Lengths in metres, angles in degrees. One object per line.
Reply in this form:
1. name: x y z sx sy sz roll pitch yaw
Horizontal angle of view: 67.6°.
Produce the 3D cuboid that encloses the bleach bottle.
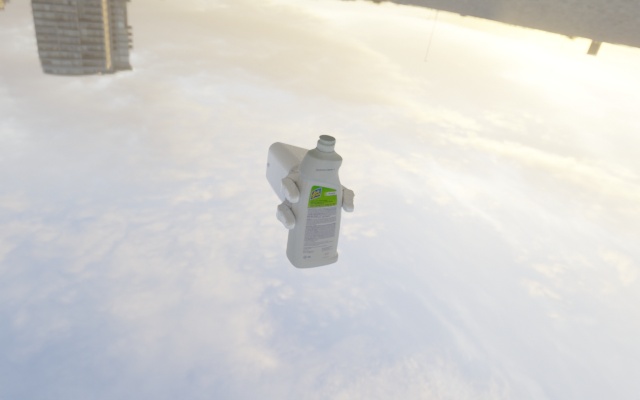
1. bleach bottle: 0.000 0.003 0.856 0.102 0.251 0.068 -7 34 -27
